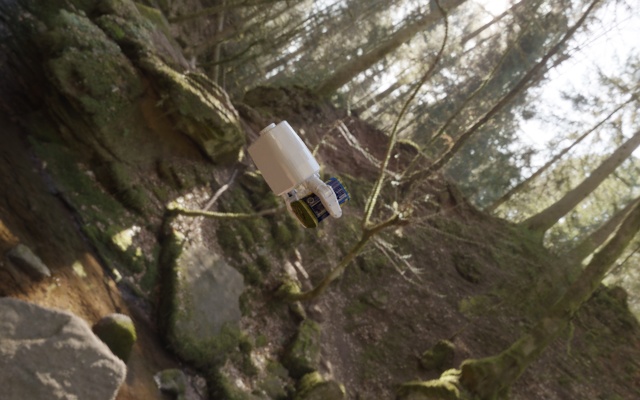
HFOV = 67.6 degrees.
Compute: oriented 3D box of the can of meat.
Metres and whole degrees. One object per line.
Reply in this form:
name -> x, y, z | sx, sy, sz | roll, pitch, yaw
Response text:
can of meat -> 0.000, 0.003, 0.868 | 0.084, 0.057, 0.102 | -36, 5, -15
